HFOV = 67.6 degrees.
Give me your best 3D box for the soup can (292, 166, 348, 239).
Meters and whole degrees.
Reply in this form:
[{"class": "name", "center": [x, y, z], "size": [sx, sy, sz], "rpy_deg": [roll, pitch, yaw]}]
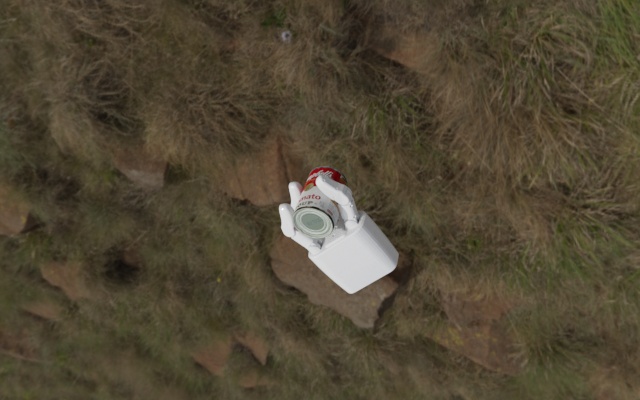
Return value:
[{"class": "soup can", "center": [0.000, 0.002, 0.761], "size": [0.068, 0.069, 0.102], "rpy_deg": [0, 41, 19]}]
